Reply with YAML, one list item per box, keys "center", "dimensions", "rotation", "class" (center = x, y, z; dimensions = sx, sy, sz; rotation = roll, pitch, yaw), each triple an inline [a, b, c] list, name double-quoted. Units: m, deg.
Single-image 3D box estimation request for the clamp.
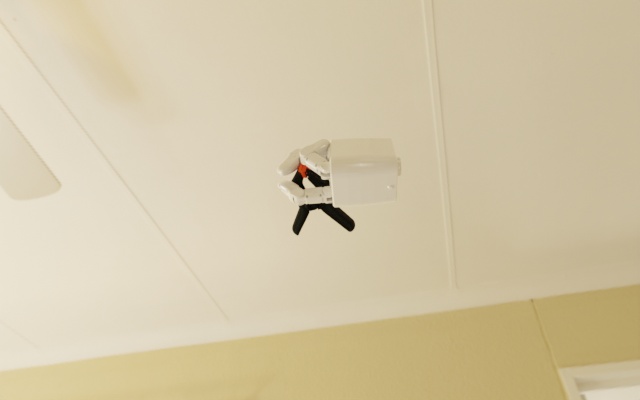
- center: [0.000, 0.002, 0.855]
  dimensions: [0.120, 0.039, 0.172]
  rotation: [-3, -44, 4]
  class: "clamp"
